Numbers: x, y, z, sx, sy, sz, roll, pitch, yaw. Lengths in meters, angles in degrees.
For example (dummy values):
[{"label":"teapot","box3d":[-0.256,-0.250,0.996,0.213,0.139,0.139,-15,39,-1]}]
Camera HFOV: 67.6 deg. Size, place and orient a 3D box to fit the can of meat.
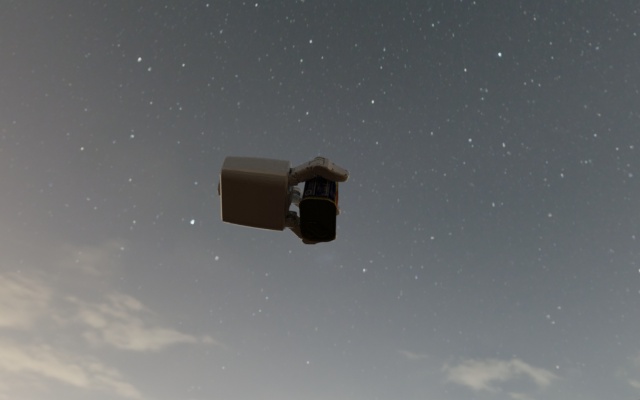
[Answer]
[{"label":"can of meat","box3d":[0.000,0.002,0.766,0.057,0.083,0.102,4,-43,4]}]
